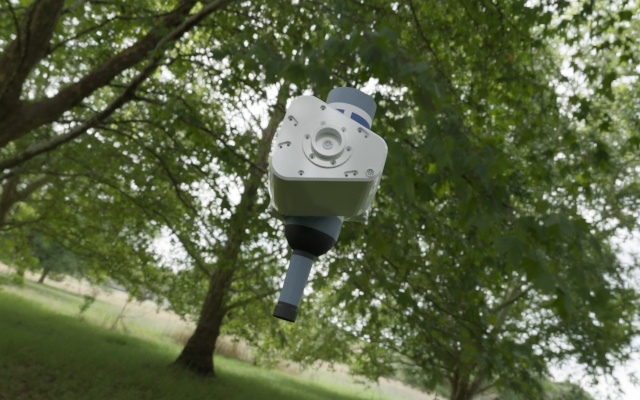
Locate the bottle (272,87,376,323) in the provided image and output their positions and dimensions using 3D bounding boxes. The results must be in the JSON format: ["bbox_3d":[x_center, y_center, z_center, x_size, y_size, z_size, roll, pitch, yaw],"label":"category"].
[{"bbox_3d":[0.000,0.002,0.589,0.069,0.295,0.069,16,-18,5],"label":"bottle"}]
